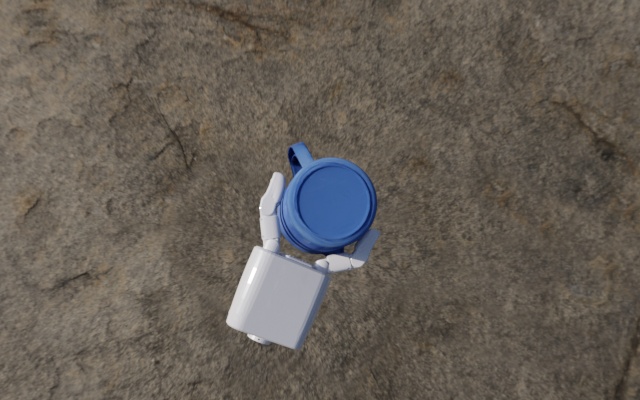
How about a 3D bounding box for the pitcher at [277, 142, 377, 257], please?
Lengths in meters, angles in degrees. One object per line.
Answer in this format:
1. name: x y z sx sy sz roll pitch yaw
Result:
1. pitcher: 0.000 0.002 0.671 0.149 0.145 0.243 24 -7 -2
